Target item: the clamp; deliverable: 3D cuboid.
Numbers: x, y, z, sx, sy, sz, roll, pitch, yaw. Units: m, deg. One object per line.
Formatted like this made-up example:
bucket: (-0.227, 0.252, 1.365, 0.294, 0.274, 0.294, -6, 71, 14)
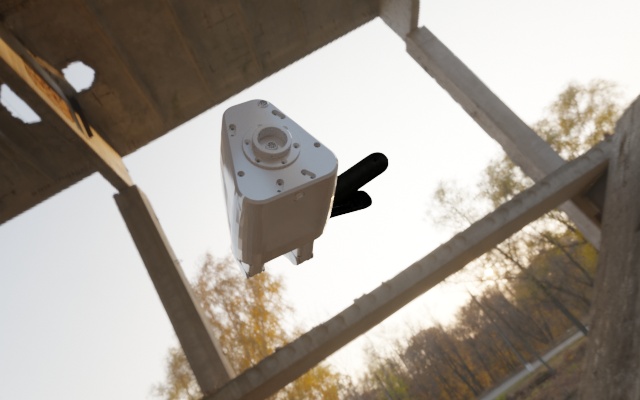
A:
clamp: (0.000, 0.001, 0.531, 0.171, 0.039, 0.120, -24, -25, -23)
